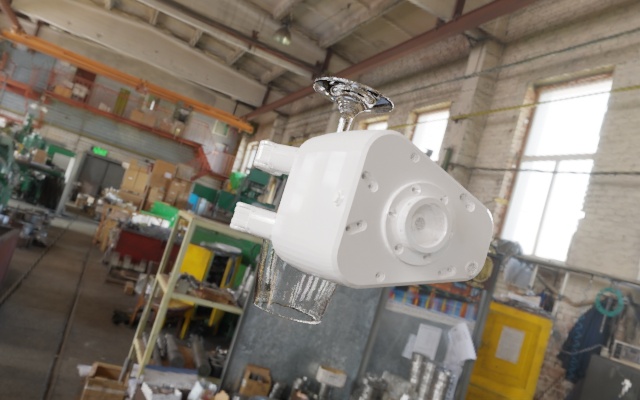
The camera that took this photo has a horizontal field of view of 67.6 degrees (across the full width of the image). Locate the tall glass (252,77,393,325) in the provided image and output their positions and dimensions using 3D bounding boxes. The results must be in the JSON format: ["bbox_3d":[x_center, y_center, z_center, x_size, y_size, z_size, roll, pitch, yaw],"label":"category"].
[{"bbox_3d":[0.000,0.001,0.417,0.079,0.201,0.079,17,-4,1],"label":"tall glass"}]
